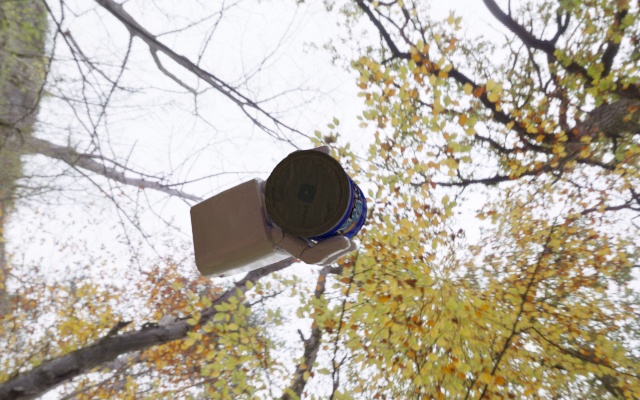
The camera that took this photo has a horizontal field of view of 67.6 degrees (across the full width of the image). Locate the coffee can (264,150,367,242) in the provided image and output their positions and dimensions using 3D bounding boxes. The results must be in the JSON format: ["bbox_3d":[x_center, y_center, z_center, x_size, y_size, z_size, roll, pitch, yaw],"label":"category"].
[{"bbox_3d":[0.000,0.002,0.615,0.103,0.103,0.140,0,-9,14],"label":"coffee can"}]
